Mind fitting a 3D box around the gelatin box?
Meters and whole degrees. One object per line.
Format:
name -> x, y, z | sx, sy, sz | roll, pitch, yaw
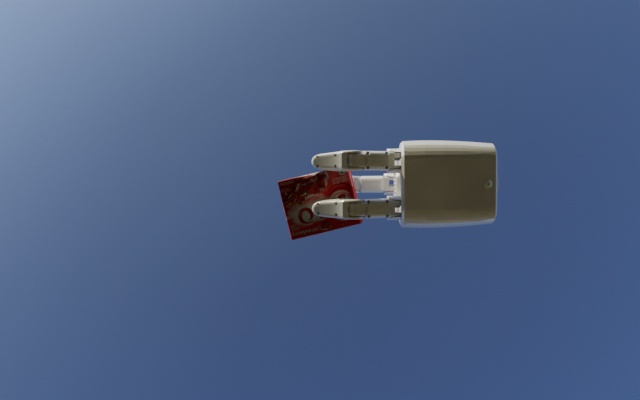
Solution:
gelatin box -> 0.000, 0.002, 0.578 | 0.089, 0.073, 0.030 | -13, 2, 10
